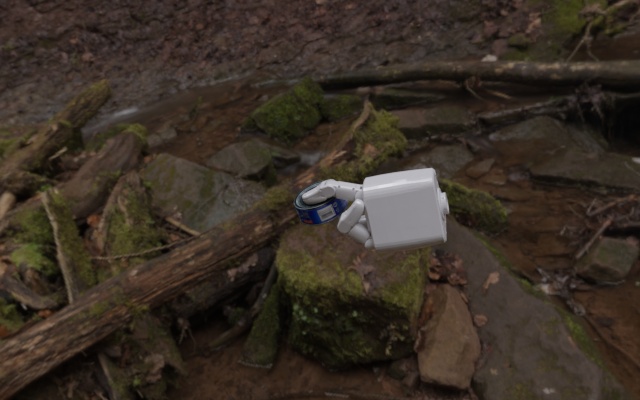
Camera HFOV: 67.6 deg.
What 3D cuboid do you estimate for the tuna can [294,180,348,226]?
[{"bbox_3d":[0.000,0.002,0.782,0.086,0.034,0.086,-18,29,10],"label":"tuna can"}]
